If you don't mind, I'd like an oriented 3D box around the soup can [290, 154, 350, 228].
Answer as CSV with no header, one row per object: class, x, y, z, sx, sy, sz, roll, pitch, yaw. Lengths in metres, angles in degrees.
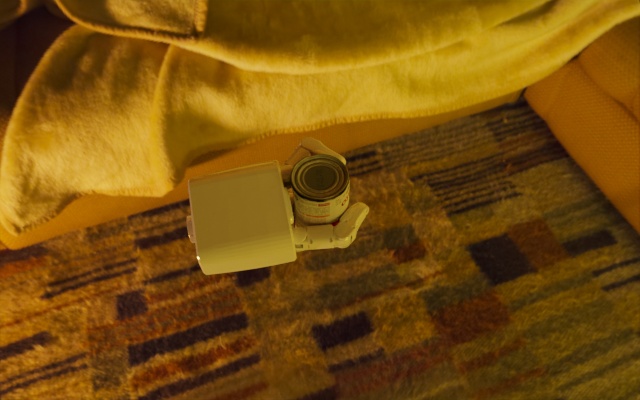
soup can,0.001,0.002,0.565,0.068,0.068,0.102,0,-35,2
